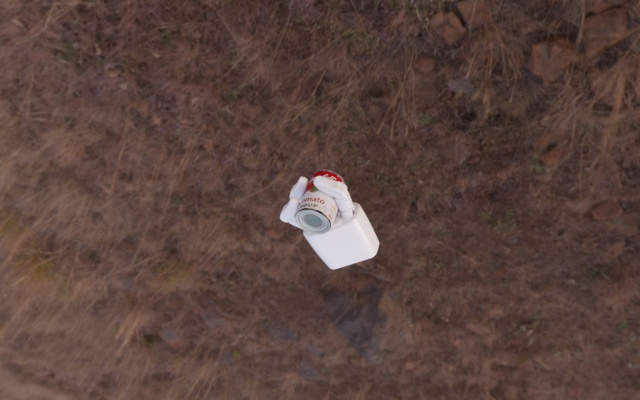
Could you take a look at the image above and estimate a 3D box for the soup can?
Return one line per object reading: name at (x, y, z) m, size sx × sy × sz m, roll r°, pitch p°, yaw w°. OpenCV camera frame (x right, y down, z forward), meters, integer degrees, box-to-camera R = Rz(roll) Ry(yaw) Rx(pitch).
soup can at (0.000, 0.003, 0.868) m, size 0.068 × 0.102 × 0.069 m, roll 12°, pitch -41°, yaw 11°
